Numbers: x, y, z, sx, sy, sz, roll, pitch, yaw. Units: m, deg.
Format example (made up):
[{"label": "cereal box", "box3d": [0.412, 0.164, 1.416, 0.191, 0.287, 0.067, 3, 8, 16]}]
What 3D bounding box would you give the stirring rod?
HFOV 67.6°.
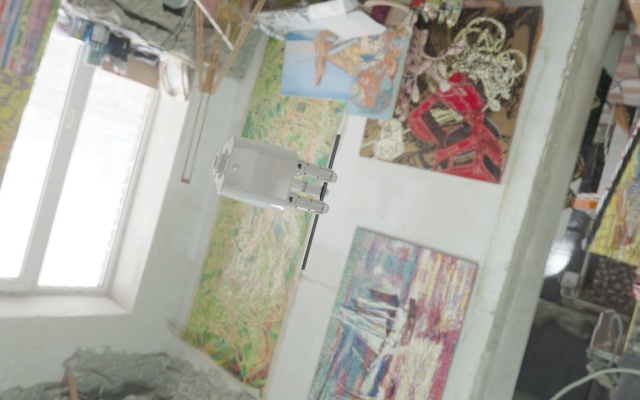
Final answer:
[{"label": "stirring rod", "box3d": [0.000, 0.003, 0.823, 0.011, 0.239, 0.011, 15, 1, 0]}]
